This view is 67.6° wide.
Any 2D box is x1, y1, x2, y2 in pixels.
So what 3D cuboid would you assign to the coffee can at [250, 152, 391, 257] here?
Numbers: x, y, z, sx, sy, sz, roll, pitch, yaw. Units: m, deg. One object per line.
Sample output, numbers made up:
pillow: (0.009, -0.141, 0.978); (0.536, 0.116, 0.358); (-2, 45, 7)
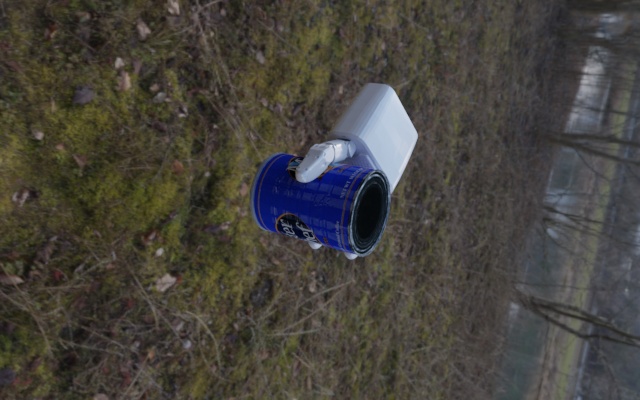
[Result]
coffee can: (0.000, 0.002, 0.581); (0.140, 0.103, 0.103); (13, 6, 30)
